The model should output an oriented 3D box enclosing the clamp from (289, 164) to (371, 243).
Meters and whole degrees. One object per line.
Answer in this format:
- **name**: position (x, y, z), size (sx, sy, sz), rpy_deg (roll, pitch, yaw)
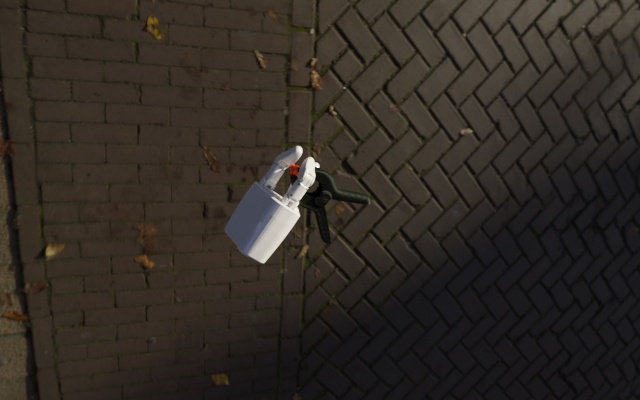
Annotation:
- **clamp**: position (0.000, 0.003, 0.877), size (0.171, 0.120, 0.039), rpy_deg (34, 3, -25)
